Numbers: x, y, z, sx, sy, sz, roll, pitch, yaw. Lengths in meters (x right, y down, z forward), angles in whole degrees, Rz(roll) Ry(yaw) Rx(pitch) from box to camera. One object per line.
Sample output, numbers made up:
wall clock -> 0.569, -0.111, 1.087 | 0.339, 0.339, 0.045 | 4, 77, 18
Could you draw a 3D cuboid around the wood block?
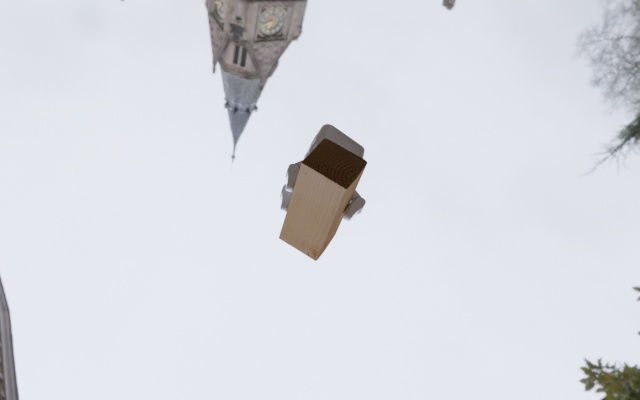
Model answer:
wood block -> 0.001, 0.003, 0.876 | 0.091, 0.206, 0.090 | 30, 46, 10
